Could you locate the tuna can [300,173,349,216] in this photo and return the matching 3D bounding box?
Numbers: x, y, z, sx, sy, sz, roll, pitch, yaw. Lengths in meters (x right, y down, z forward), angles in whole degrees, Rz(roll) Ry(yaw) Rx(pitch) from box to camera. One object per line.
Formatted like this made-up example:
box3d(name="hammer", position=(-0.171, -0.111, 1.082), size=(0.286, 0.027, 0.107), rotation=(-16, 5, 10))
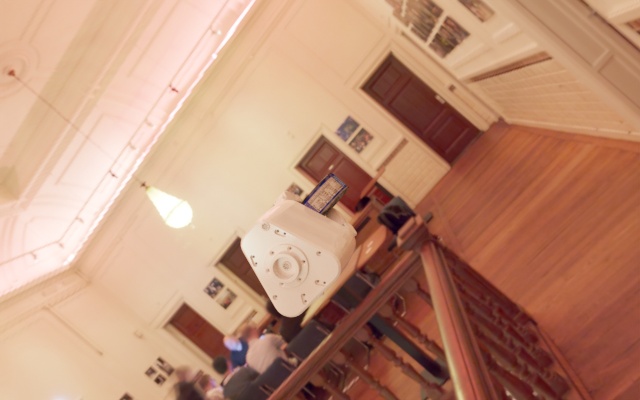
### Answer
box3d(name="tuna can", position=(0.000, 0.002, 0.680), size=(0.034, 0.086, 0.086), rotation=(42, 4, 4))
